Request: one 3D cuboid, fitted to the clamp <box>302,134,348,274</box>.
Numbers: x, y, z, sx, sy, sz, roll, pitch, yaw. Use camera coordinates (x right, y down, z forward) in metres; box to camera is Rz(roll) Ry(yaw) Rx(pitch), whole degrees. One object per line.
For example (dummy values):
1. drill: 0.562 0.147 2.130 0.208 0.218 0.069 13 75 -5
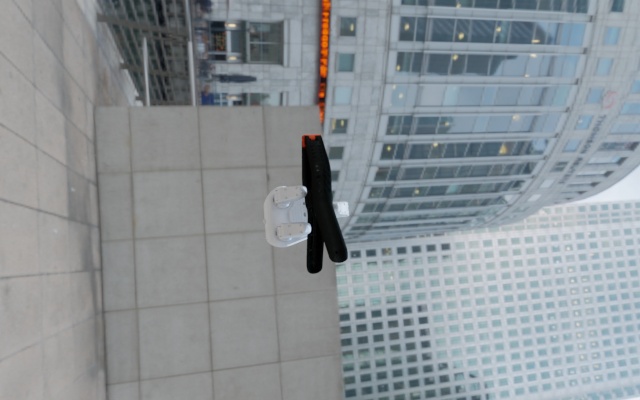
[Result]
1. clamp: 0.001 0.002 0.690 0.036 0.210 0.164 -3 -6 -15
